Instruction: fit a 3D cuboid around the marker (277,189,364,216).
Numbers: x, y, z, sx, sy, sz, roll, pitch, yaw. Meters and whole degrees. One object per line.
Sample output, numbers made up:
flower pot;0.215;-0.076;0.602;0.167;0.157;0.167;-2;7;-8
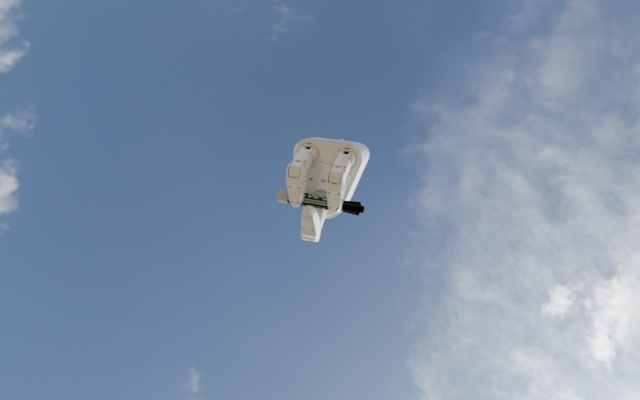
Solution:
marker;0.000;0.002;0.655;0.121;0.020;0.020;10;2;12
